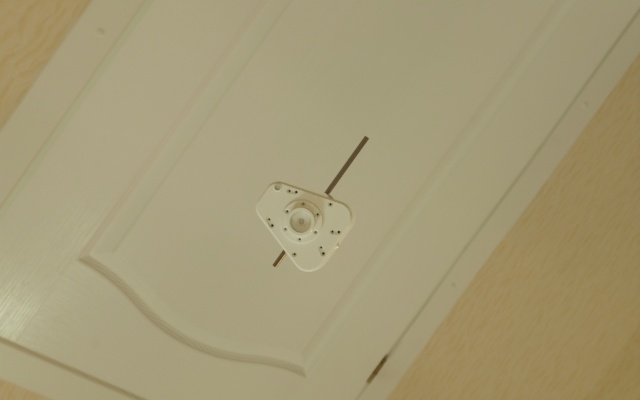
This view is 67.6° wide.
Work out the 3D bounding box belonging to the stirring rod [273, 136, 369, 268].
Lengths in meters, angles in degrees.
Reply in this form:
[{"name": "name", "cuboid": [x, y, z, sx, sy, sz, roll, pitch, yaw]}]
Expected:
[{"name": "stirring rod", "cuboid": [0.000, 0.002, 0.722, 0.011, 0.239, 0.011, 36, 1, -1]}]
